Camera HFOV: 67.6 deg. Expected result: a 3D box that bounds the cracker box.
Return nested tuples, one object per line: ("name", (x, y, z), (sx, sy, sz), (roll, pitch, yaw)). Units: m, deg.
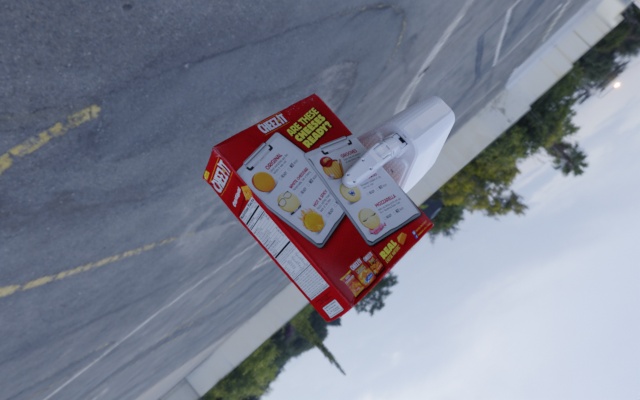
("cracker box", (0.000, 0.002, 0.539), (0.164, 0.213, 0.072), (-37, -8, -38))
